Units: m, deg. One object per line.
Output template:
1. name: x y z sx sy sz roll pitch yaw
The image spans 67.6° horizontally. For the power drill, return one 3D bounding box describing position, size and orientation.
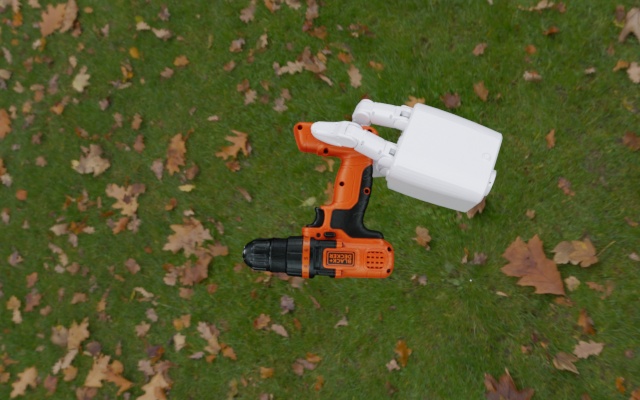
1. power drill: 0.000 0.001 0.587 0.184 0.187 0.057 3 -2 -2
